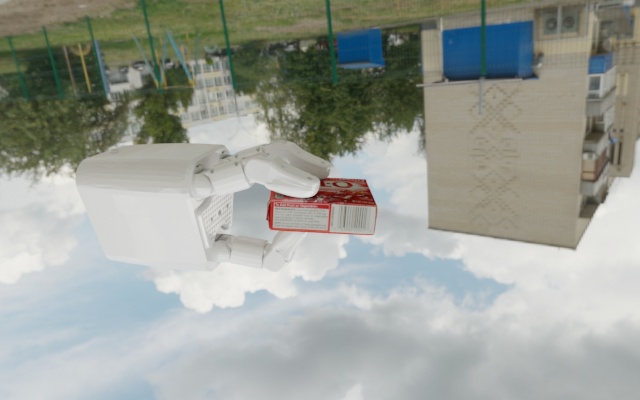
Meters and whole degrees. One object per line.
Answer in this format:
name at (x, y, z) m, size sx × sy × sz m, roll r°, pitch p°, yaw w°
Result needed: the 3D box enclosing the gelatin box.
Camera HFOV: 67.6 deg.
gelatin box at (0.000, 0.002, 0.415) m, size 0.089 × 0.030 × 0.073 m, roll 3°, pitch 19°, yaw -3°
